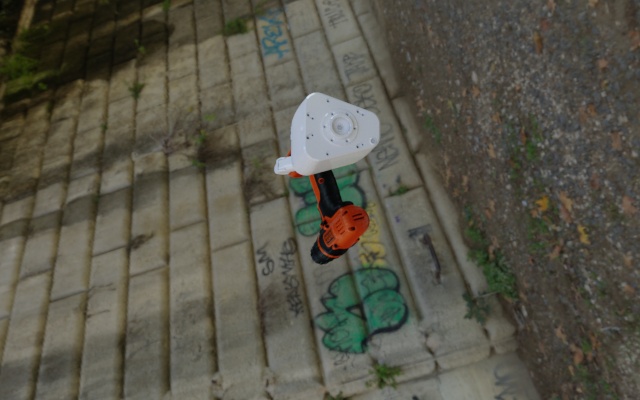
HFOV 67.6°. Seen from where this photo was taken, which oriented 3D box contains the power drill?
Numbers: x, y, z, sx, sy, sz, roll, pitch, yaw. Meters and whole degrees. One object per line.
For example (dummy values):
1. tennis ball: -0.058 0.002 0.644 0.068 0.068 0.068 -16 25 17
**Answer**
1. power drill: 0.000 0.002 0.787 0.057 0.187 0.184 -17 -17 -29
